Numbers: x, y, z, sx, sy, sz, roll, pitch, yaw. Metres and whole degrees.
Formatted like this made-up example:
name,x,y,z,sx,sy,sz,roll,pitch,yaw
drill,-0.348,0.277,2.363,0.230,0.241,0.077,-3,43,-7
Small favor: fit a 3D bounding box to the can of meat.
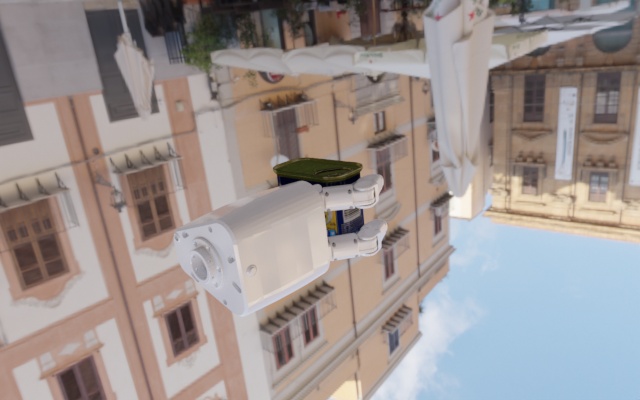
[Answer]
name,x,y,z,sx,sy,sz,roll,pitch,yaw
can of meat,0.000,0.002,0.532,0.102,0.084,0.057,10,25,40
